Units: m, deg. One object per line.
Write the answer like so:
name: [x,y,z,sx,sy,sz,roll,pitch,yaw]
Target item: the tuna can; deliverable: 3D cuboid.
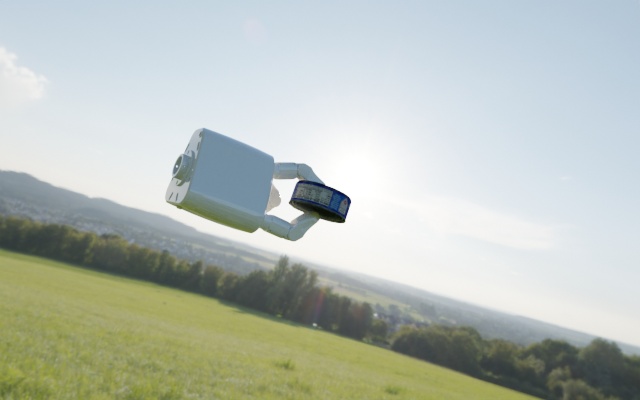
tuna can: [0.000,0.002,0.677,0.086,0.033,0.086,18,-12,4]
